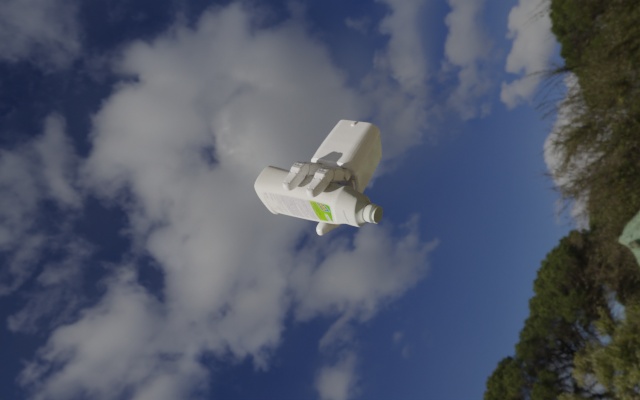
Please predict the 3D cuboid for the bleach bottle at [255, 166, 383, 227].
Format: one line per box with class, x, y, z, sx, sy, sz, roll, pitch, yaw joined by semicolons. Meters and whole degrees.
bleach bottle;0.000;0.003;0.852;0.251;0.068;0.103;15;-28;37
